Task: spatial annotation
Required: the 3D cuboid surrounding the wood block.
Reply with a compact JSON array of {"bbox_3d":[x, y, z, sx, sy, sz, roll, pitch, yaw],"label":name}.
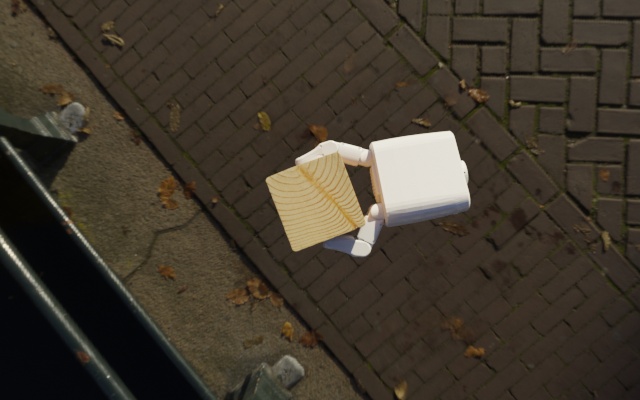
[{"bbox_3d":[0.000,0.002,0.630,0.090,0.091,0.206,-21,-2,3],"label":"wood block"}]
